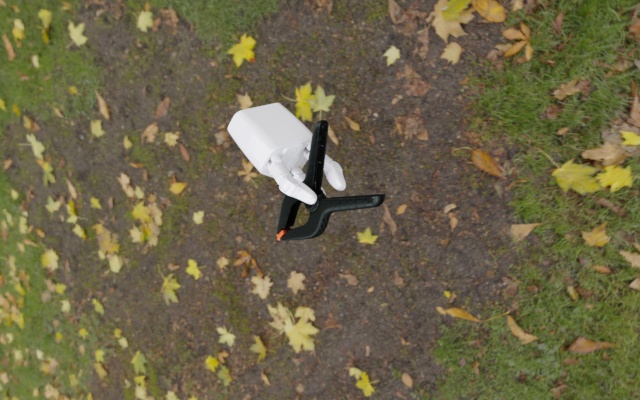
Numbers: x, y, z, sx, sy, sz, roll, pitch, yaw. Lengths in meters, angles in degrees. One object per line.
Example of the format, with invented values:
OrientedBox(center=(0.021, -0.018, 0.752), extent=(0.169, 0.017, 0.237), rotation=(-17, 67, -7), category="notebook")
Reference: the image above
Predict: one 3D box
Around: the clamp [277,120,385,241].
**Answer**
OrientedBox(center=(-0.001, 0.003, 0.759), extent=(0.036, 0.210, 0.164), rotation=(-9, 50, -51), category="clamp")
